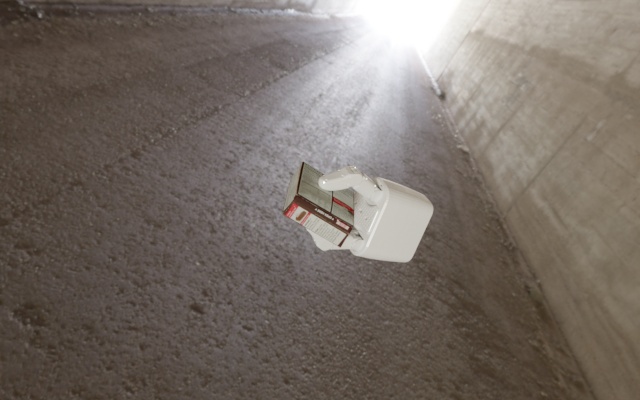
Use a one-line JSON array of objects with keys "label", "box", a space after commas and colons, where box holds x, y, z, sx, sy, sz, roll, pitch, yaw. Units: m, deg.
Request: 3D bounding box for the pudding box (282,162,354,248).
[{"label": "pudding box", "box": [0.000, 0.002, 0.645, 0.090, 0.039, 0.113, 30, 23, -11]}]
